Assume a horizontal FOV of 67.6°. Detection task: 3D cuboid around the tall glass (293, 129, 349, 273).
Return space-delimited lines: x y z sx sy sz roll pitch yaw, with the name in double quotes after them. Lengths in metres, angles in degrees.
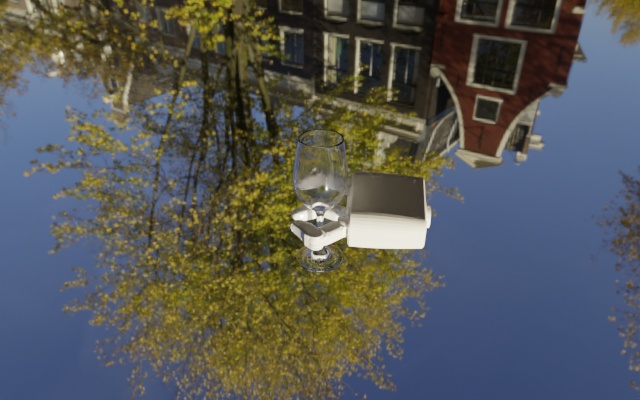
0.000 0.003 0.685 0.079 0.201 0.079 0 31 0 "tall glass"
